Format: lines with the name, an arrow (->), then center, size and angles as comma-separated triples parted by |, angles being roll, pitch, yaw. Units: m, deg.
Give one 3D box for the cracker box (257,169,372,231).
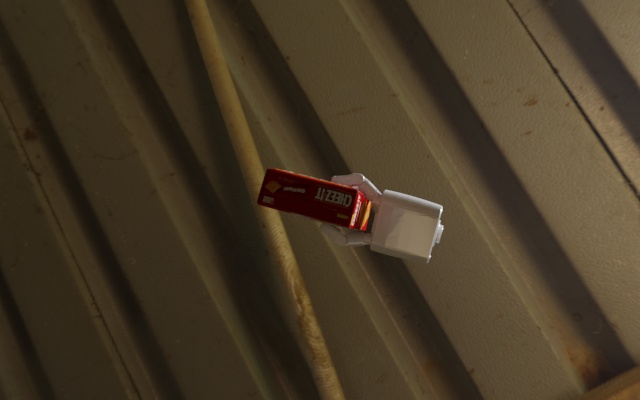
cracker box -> 0.000, 0.003, 0.877 | 0.164, 0.072, 0.214 | 13, -3, 13
